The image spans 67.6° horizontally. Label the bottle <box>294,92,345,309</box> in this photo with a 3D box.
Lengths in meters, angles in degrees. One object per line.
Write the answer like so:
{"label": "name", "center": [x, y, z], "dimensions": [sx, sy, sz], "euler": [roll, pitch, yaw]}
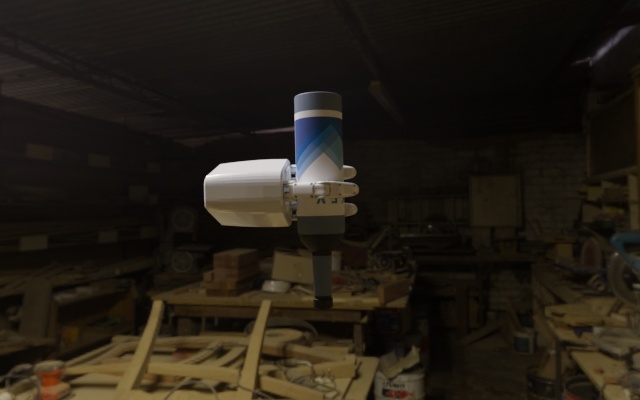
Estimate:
{"label": "bottle", "center": [0.000, 0.002, 0.669], "dimensions": [0.069, 0.295, 0.069], "euler": [-1, 0, 0]}
